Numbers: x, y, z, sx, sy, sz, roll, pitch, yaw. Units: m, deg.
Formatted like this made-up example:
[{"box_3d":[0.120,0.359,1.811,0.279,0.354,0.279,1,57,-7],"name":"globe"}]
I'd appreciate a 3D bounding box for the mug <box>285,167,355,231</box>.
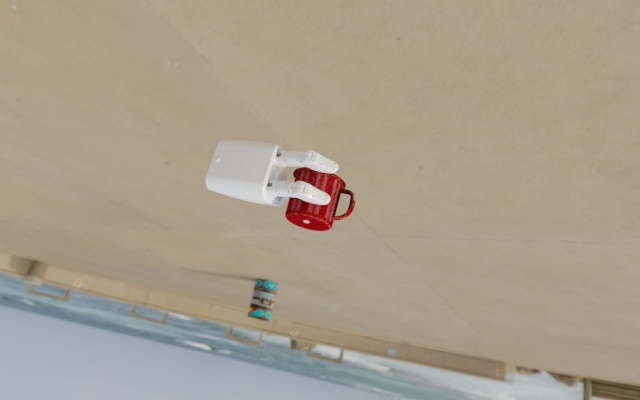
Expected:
[{"box_3d":[0.001,0.003,0.797,0.117,0.081,0.093,9,-20,16],"name":"mug"}]
